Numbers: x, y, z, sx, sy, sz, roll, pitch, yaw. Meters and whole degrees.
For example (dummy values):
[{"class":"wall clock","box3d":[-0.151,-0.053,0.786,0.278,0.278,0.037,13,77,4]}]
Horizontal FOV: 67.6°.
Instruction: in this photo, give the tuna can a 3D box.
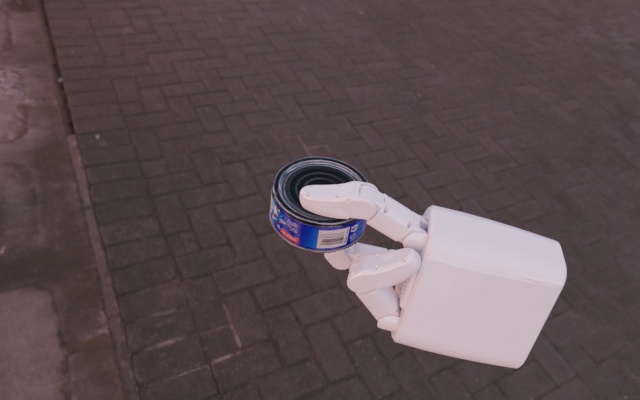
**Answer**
[{"class":"tuna can","box3d":[0.000,0.001,0.405,0.086,0.034,0.086,4,44,-4]}]
